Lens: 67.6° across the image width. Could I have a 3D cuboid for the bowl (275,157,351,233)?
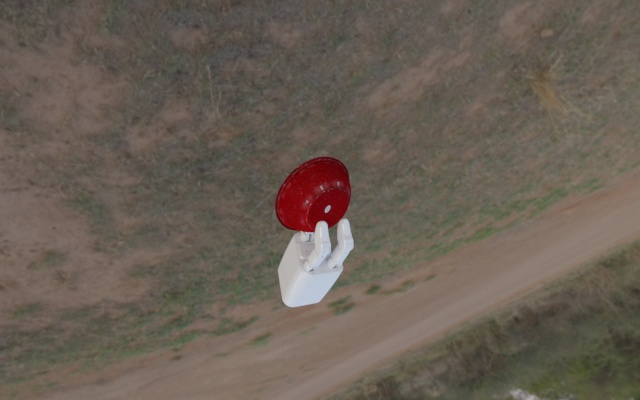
[{"bbox_3d":[0.000,0.002,0.870,0.162,0.162,0.055,0,31,-38],"label":"bowl"}]
